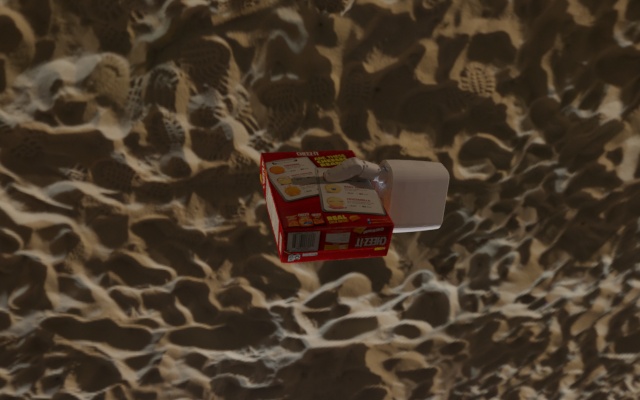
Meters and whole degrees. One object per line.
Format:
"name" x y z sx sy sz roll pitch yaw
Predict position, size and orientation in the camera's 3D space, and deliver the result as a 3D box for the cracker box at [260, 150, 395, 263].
"cracker box" 0.000 0.002 0.753 0.164 0.072 0.213 -3 36 -15
